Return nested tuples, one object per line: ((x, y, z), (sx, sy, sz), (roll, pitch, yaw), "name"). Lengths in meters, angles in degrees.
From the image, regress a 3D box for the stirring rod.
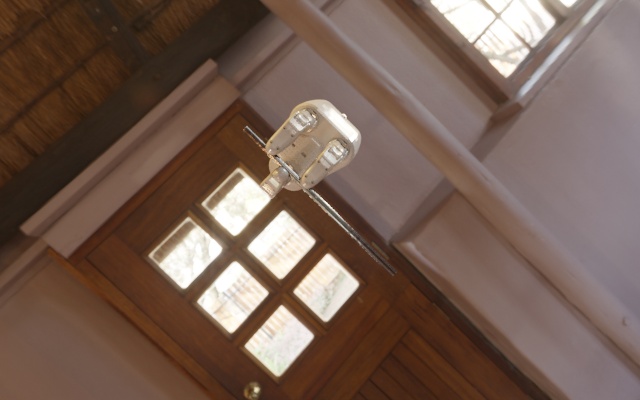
((0.000, 0.002, 0.551), (0.239, 0.011, 0.011), (44, -3, -3), "stirring rod")
